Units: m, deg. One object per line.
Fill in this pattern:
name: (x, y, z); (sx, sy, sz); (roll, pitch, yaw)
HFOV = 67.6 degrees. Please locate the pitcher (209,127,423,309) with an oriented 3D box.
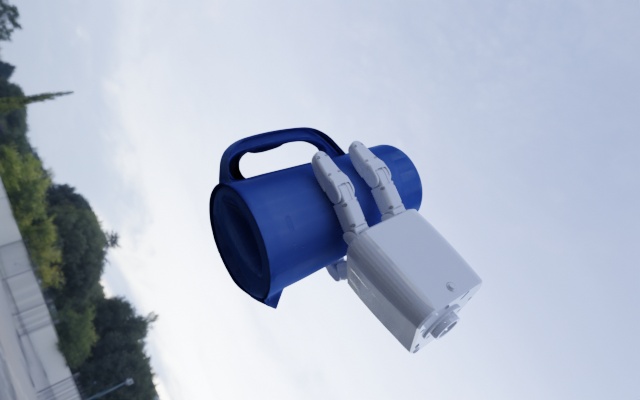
pitcher: (0.000, 0.002, 0.562); (0.243, 0.149, 0.145); (-21, 55, -32)
